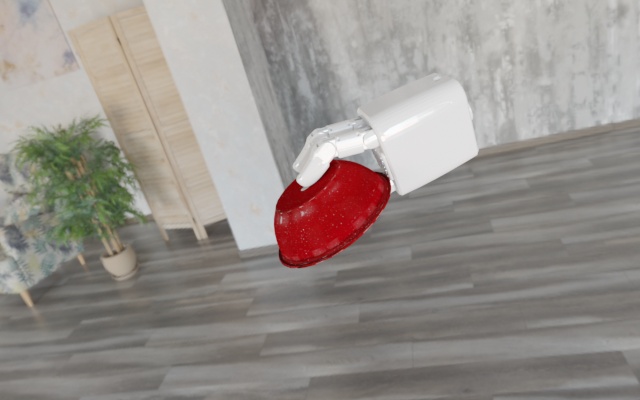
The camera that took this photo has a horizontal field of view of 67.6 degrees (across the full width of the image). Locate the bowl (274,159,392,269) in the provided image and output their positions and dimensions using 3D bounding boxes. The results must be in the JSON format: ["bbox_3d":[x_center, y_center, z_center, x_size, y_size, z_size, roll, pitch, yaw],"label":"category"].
[{"bbox_3d":[-0.001,0.002,0.556,0.162,0.055,0.162,-33,23,16],"label":"bowl"}]
